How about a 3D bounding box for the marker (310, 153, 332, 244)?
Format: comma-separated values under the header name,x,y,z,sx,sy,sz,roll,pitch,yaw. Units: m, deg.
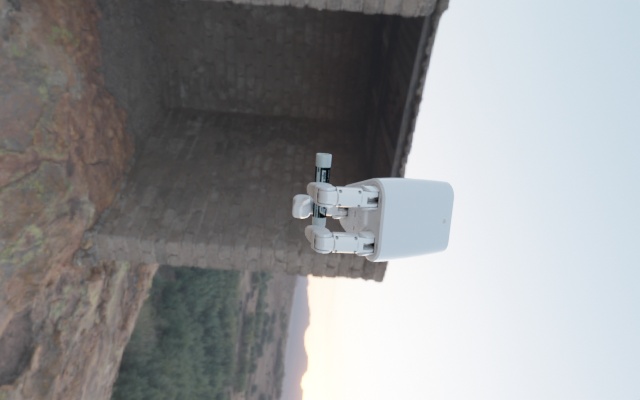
name,x,y,z,sx,sy,sz,roll,pitch,yaw
marker,0.000,0.002,0.597,0.020,0.121,0.020,4,13,-1
